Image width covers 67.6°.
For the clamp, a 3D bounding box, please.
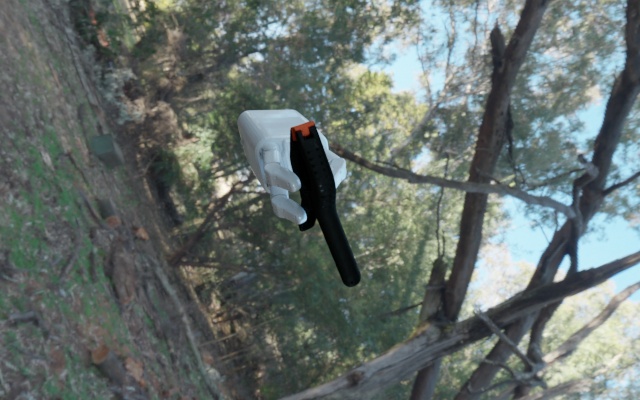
[{"bbox_3d":[0.001,0.001,0.616,0.036,0.210,0.164,-22,41,-17],"label":"clamp"}]
